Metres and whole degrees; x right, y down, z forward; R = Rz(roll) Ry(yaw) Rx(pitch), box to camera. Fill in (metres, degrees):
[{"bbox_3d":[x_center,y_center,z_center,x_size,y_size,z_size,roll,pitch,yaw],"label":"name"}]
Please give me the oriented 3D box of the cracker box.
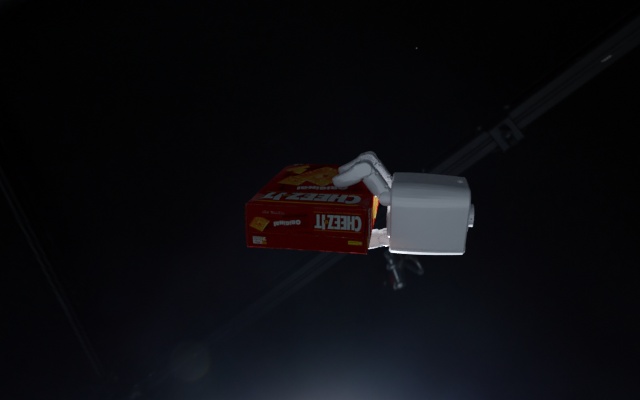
[{"bbox_3d":[0.000,0.002,0.711,0.164,0.072,0.213,2,18,11],"label":"cracker box"}]
